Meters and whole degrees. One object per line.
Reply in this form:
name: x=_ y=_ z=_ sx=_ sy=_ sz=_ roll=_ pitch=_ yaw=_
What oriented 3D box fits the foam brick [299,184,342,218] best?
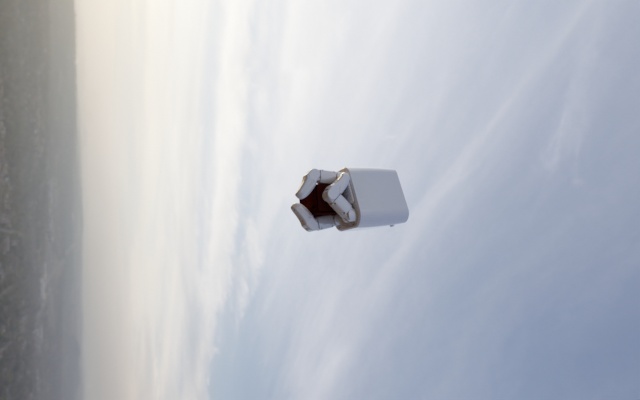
foam brick: x=0.000 y=0.003 z=0.856 sx=0.051 sy=0.053 sz=0.078 roll=-2 pitch=-9 yaw=-25
